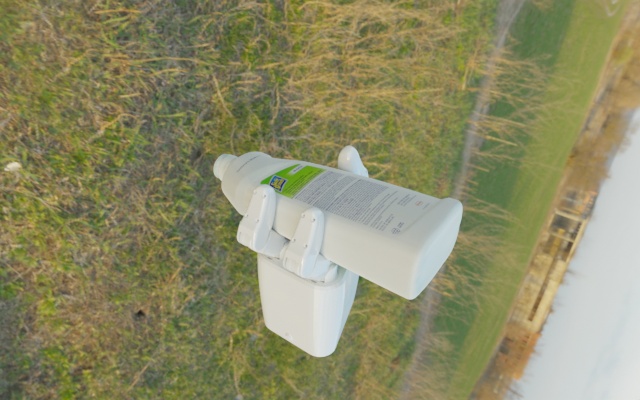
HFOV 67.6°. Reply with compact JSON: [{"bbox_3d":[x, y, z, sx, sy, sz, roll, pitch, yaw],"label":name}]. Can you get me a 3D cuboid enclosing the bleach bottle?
[{"bbox_3d":[0.000,0.002,0.469,0.251,0.068,0.102,23,40,28],"label":"bleach bottle"}]
